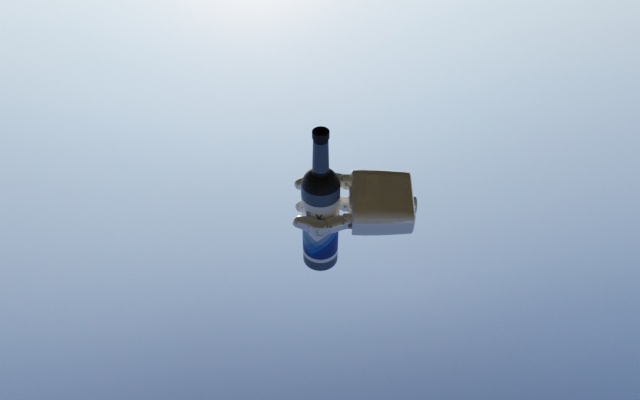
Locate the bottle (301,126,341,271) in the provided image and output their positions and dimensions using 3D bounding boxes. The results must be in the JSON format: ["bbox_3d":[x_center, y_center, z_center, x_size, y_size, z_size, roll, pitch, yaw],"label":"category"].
[{"bbox_3d":[0.000,0.003,0.821,0.069,0.296,0.069,0,43,0],"label":"bottle"}]
